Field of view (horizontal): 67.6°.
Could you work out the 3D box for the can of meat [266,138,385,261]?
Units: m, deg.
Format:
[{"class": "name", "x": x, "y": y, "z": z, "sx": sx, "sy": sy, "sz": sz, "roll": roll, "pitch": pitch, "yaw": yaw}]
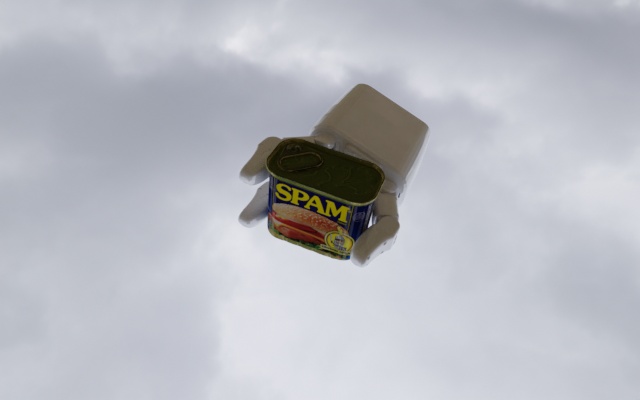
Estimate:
[{"class": "can of meat", "x": 0.000, "y": 0.002, "z": 0.443, "sx": 0.102, "sy": 0.084, "sz": 0.057, "roll": 20, "pitch": 46, "yaw": 11}]
